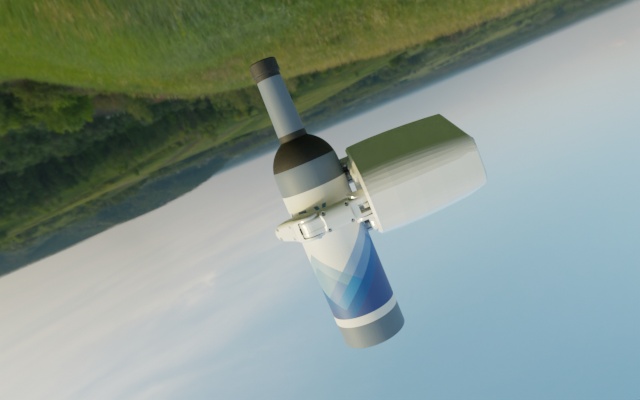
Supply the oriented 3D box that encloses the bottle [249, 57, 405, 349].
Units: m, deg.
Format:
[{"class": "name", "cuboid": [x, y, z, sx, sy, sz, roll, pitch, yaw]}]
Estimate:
[{"class": "bottle", "cuboid": [0.000, 0.002, 0.478, 0.069, 0.296, 0.069, -22, 8, 3]}]
